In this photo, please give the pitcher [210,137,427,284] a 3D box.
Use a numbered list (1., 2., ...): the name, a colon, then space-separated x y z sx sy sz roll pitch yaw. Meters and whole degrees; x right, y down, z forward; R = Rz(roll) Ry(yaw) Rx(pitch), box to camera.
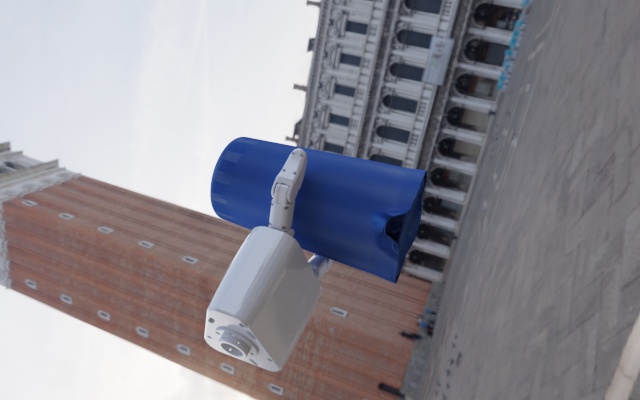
1. pitcher: 0.000 0.002 0.582 0.243 0.145 0.149 16 -40 15
